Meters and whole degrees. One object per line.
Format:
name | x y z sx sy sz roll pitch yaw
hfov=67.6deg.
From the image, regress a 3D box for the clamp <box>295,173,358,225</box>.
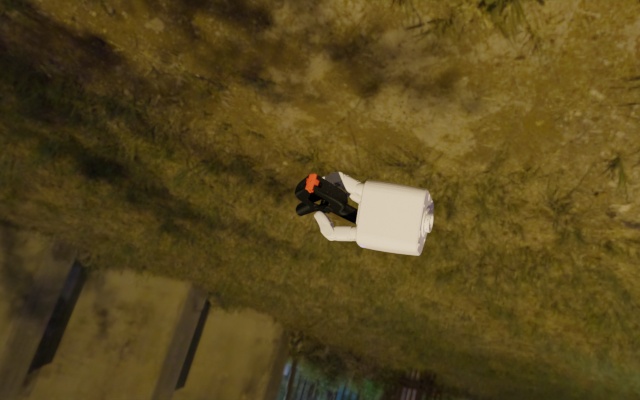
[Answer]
clamp | 0.000 0.003 0.867 0.164 0.036 0.210 8 -17 24
